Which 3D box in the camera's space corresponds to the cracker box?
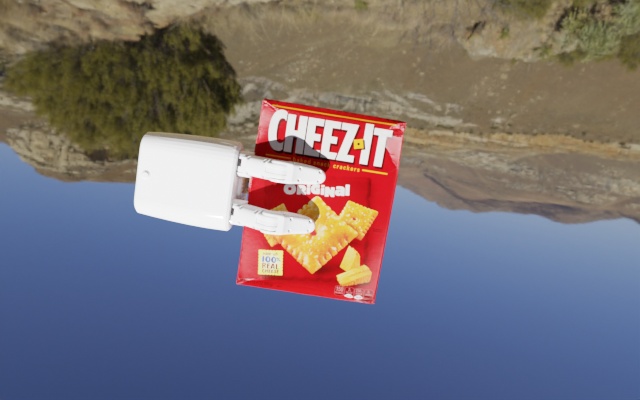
[{"bbox_3d":[0.000,0.002,0.558,0.164,0.214,0.072,9,7,1],"label":"cracker box"}]
